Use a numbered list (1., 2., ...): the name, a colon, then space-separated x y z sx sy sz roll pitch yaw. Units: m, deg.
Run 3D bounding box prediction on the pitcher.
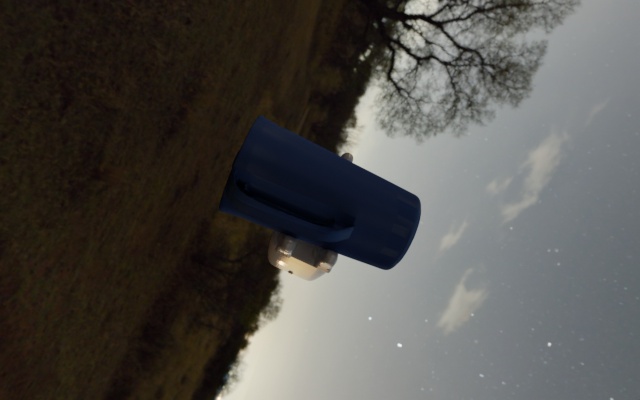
1. pitcher: 0.000 0.002 0.612 0.243 0.149 0.145 23 -24 -4
